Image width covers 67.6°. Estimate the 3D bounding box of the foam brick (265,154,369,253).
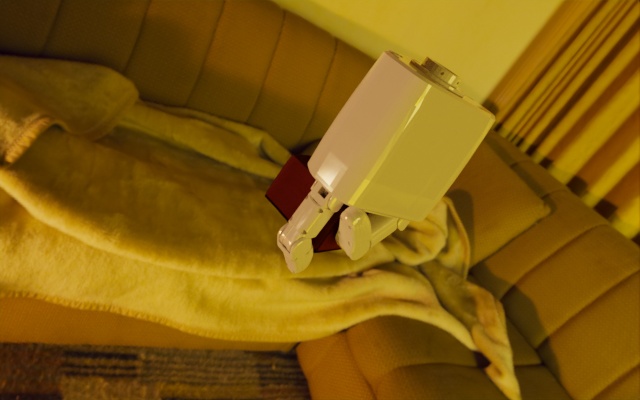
[{"bbox_3d":[0.000,0.001,0.429,0.078,0.051,0.053,46,26,27],"label":"foam brick"}]
